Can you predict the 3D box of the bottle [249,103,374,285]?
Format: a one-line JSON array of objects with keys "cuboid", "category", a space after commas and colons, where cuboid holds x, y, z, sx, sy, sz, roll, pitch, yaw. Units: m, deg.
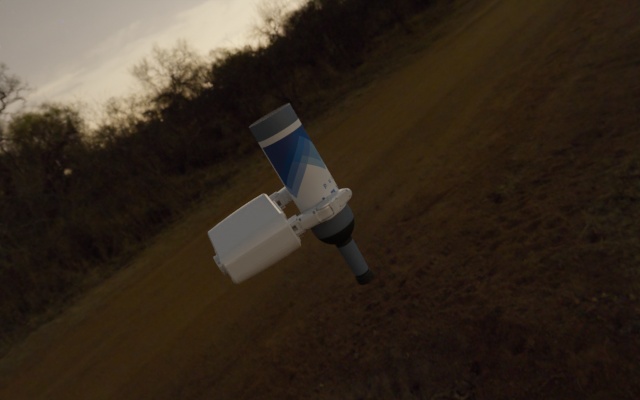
[{"cuboid": [0.000, 0.002, 0.708, 0.069, 0.296, 0.069, -28, 16, 9], "category": "bottle"}]
